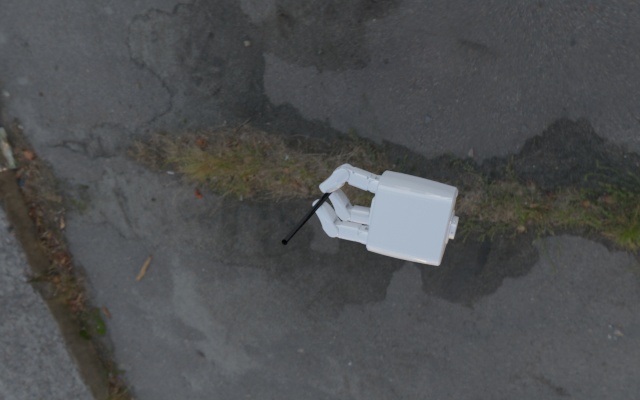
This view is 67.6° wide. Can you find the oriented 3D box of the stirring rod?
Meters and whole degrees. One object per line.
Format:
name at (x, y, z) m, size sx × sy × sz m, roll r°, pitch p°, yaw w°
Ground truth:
stirring rod at (0.000, 0.002, 0.693) m, size 0.011 × 0.011 × 0.239 m, roll 0°, pitch 24°, yaw 24°
